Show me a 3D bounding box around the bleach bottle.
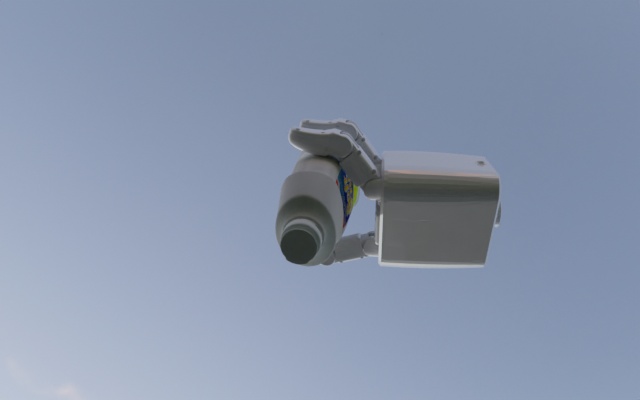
[{"bbox_3d":[0.000,0.001,0.469,0.068,0.103,0.250,0,19,8],"label":"bleach bottle"}]
